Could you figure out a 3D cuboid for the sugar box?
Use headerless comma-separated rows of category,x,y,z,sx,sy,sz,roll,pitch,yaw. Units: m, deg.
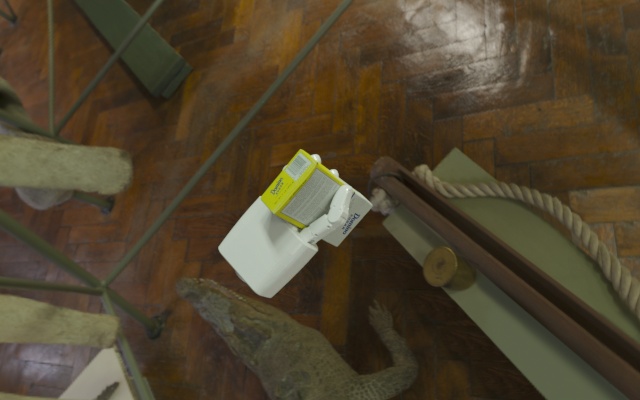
sugar box,0.000,0.002,0.716,0.048,0.093,0.176,45,7,35
